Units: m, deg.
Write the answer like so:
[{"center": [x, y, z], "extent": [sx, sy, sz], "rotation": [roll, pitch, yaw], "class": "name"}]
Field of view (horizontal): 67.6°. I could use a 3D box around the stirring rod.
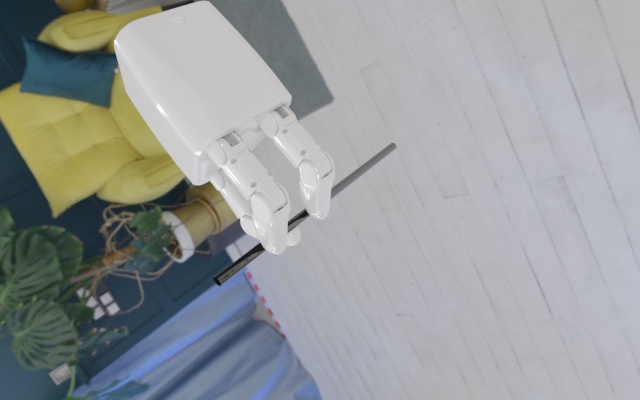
[{"center": [0.000, 0.001, 0.422], "extent": [0.011, 0.011, 0.239], "rotation": [0, 29, 46], "class": "stirring rod"}]
